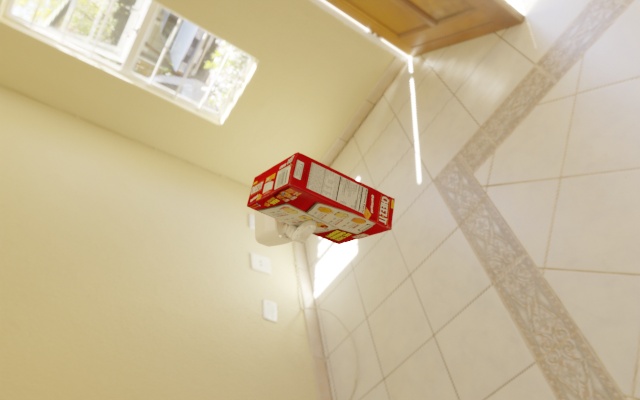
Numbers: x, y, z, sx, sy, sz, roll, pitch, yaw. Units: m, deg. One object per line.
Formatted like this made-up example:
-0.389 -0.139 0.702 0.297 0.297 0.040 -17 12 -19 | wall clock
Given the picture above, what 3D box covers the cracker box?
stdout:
0.000 0.003 0.862 0.214 0.072 0.164 24 -25 -26 | cracker box
